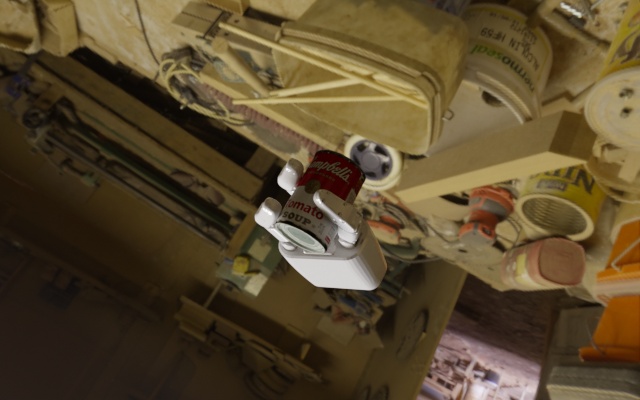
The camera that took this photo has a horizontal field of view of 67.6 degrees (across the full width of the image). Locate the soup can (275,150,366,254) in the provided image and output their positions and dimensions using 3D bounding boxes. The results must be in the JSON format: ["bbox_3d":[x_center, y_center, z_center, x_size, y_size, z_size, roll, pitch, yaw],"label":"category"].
[{"bbox_3d":[0.000,0.002,0.551,0.068,0.102,0.068,26,-21,11],"label":"soup can"}]
